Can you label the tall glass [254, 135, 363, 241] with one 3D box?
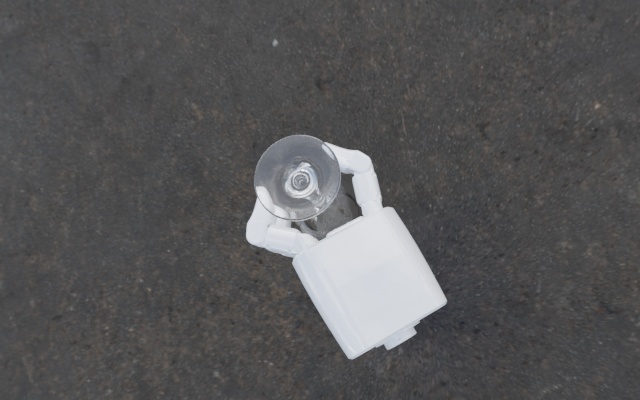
[{"bbox_3d":[0.000,0.001,0.491,0.079,0.079,0.201,0,-12,12],"label":"tall glass"}]
